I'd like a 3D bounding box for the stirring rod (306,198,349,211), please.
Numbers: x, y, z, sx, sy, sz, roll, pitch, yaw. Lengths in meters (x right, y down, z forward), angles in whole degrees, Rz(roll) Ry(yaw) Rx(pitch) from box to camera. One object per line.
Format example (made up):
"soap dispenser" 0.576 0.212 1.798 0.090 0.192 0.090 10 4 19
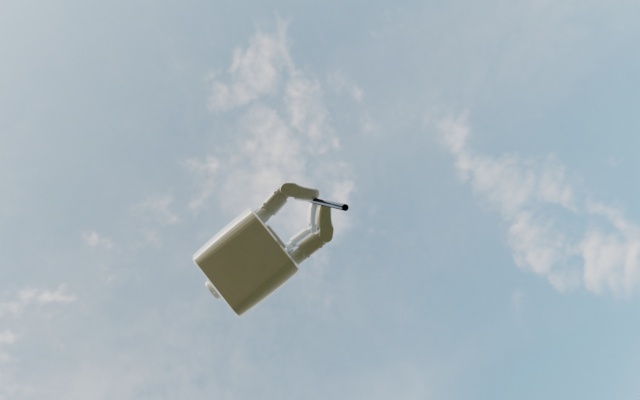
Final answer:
"stirring rod" 0.000 0.002 0.652 0.011 0.011 0.239 0 3 -13
